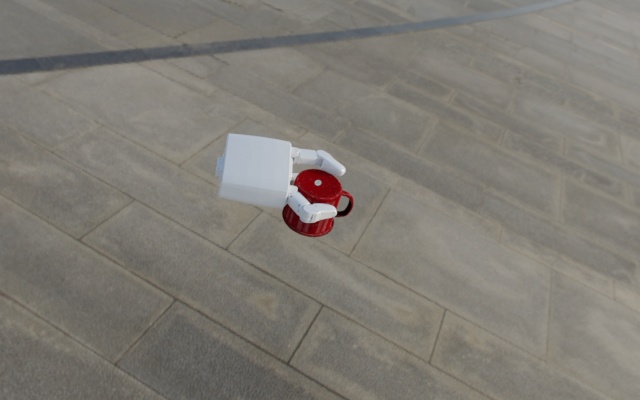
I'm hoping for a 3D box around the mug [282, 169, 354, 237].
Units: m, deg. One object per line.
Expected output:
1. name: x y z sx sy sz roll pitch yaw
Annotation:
1. mug: 0.002 0.003 0.810 0.117 0.082 0.093 8 40 -14
